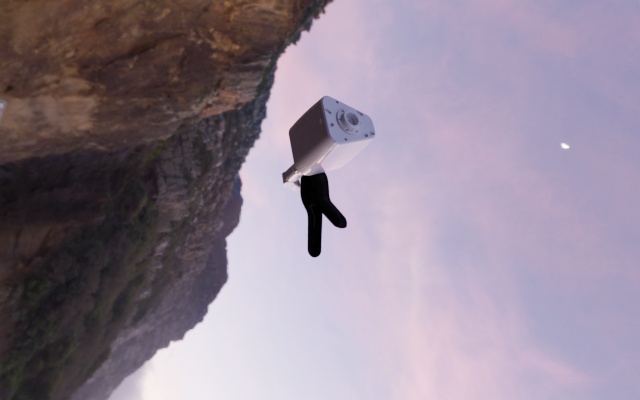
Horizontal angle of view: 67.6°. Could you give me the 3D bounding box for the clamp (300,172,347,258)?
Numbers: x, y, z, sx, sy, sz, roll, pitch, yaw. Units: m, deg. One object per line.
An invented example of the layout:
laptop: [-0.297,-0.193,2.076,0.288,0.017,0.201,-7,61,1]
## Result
clamp: [0.001,0.003,0.839,0.039,0.171,0.120,3,-25,-35]
